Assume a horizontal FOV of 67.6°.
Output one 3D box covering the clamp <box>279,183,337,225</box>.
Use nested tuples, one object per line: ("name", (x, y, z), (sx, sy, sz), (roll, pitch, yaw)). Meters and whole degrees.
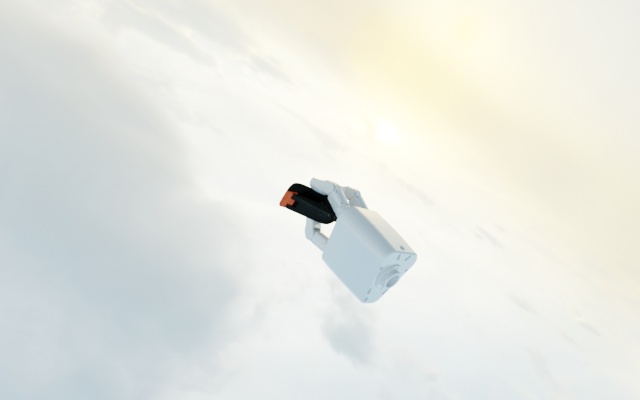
("clamp", (-0.001, 0.003, 0.809), (0.210, 0.036, 0.164), (14, 23, -49))
